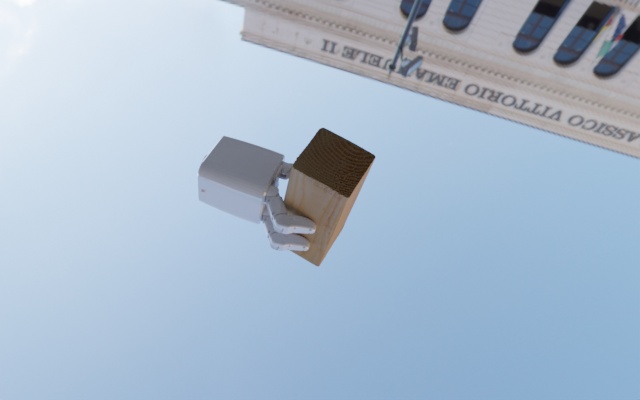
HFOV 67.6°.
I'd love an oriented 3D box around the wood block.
[{"bbox_3d":[0.000,0.002,0.726,0.090,0.090,0.206,29,-34,7],"label":"wood block"}]
